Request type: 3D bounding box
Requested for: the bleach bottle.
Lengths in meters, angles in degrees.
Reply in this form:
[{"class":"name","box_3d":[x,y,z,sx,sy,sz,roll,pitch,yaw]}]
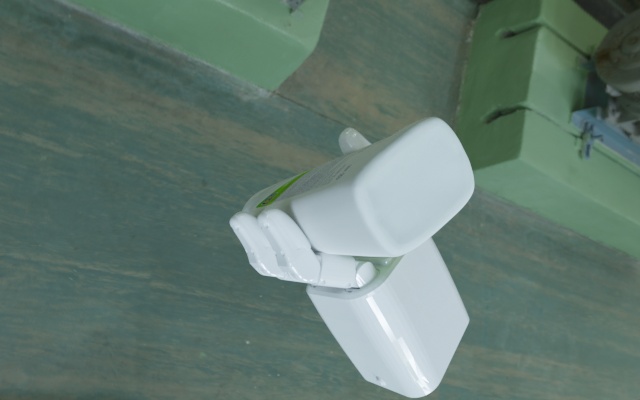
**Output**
[{"class":"bleach bottle","box_3d":[0.000,0.001,0.408,0.102,0.068,0.251,-36,13,-28]}]
